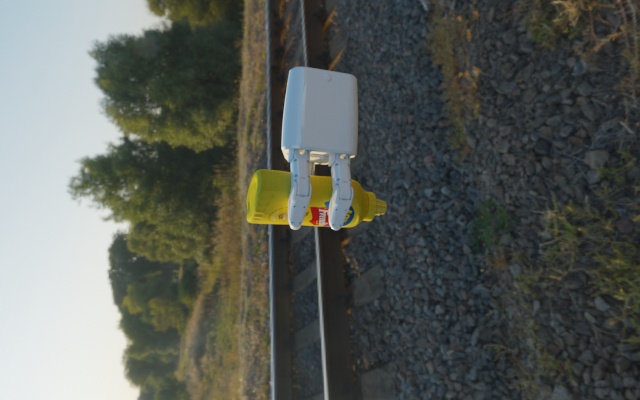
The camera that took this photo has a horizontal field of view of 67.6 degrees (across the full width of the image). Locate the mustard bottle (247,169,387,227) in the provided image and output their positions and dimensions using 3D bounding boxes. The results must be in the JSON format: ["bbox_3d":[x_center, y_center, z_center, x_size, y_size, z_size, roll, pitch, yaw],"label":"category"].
[{"bbox_3d":[0.000,0.002,0.652,0.191,0.058,0.096,4,-31,-17],"label":"mustard bottle"}]
